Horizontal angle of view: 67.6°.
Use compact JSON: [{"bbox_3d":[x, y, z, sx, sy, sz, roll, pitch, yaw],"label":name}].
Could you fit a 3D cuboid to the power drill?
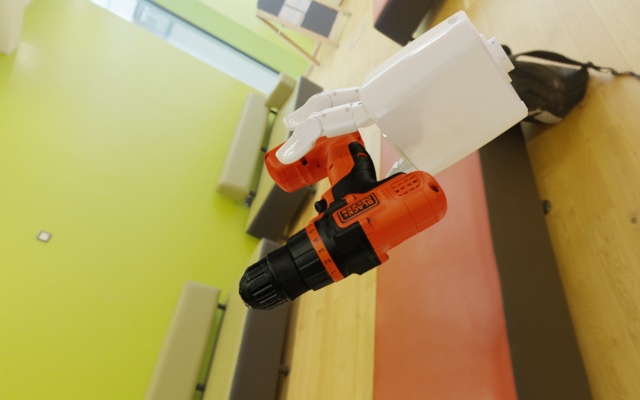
[{"bbox_3d":[0.000,0.001,0.445,0.184,0.057,0.187,-28,36,1],"label":"power drill"}]
